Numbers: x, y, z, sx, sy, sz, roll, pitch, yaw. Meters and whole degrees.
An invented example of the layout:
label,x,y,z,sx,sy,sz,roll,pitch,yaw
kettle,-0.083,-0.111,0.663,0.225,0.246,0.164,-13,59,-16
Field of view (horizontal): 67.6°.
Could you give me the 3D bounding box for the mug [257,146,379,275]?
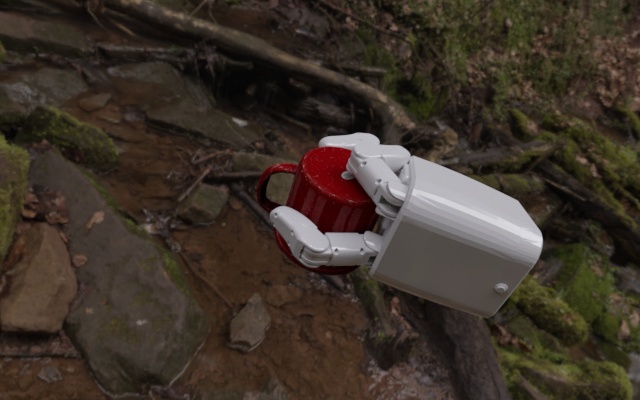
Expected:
label,x,y,z,sx,sy,sz,roll,pitch,yaw
mug,-0.001,0.001,0.429,0.117,0.081,0.093,21,37,1
